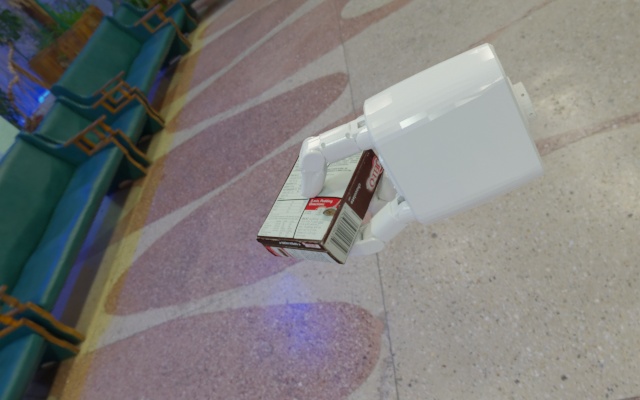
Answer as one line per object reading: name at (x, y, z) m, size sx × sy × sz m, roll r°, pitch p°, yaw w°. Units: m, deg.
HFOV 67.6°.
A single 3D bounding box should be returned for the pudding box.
pudding box at (0.000, 0.001, 0.459) m, size 0.090 × 0.113 × 0.039 m, roll 0°, pitch -37°, yaw 43°
